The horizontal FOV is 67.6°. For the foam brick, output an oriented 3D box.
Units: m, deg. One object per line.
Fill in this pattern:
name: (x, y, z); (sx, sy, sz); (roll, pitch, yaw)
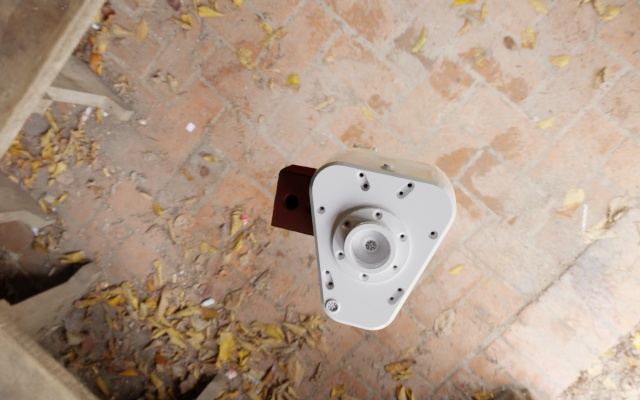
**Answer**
foam brick: (0.000, 0.001, 0.435); (0.078, 0.053, 0.051); (12, 13, 8)
